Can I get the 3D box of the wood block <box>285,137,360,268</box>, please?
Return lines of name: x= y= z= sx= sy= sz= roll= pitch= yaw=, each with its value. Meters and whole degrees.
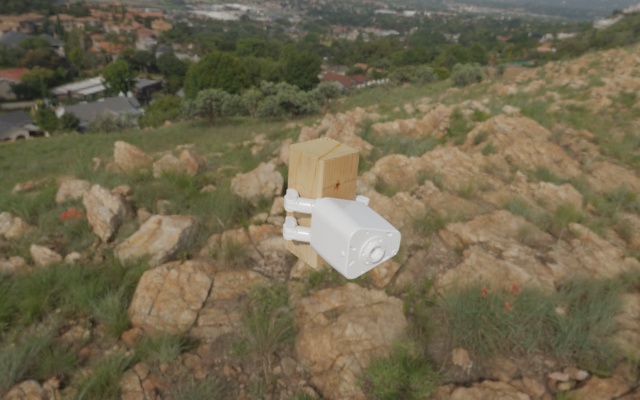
wood block: x=0.001 y=0.003 z=0.859 sx=0.091 sy=0.206 sz=0.090 roll=-18 pitch=34 yaw=-39
